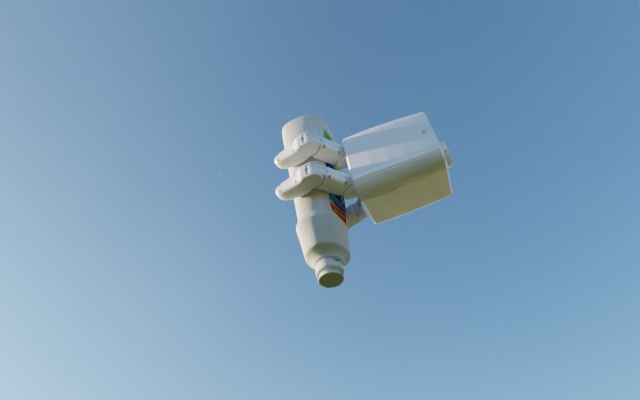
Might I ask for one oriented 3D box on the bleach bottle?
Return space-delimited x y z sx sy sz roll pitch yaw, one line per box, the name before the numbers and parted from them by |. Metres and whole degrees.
bleach bottle | 0.000 0.002 0.601 0.068 0.250 0.103 -20 -45 11
